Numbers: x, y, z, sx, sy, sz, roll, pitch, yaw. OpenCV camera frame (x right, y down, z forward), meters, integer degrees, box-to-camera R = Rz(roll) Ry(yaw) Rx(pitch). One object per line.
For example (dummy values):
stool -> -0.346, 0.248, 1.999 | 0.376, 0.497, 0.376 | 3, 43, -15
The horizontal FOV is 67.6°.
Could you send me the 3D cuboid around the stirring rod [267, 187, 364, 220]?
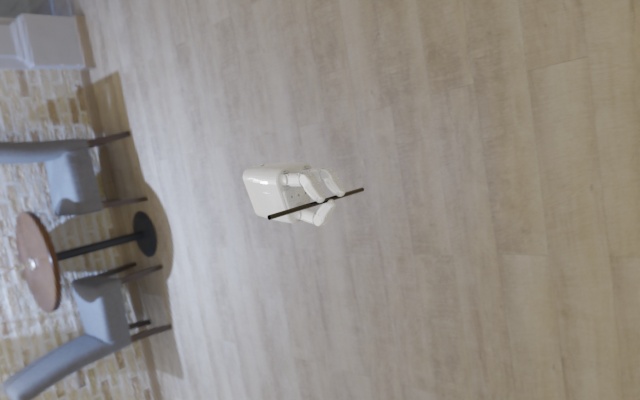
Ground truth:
stirring rod -> 0.000, 0.003, 0.833 | 0.011, 0.011, 0.239 | 0, 11, 43
